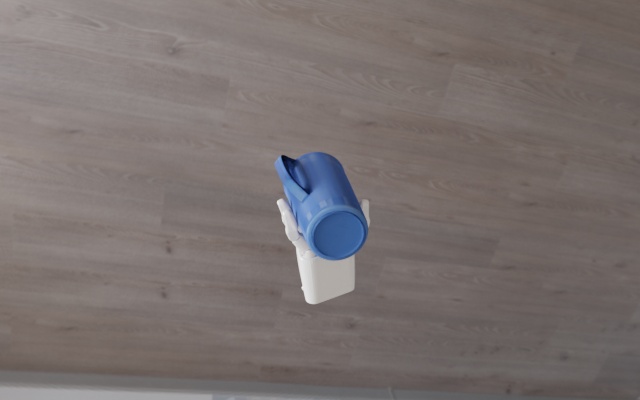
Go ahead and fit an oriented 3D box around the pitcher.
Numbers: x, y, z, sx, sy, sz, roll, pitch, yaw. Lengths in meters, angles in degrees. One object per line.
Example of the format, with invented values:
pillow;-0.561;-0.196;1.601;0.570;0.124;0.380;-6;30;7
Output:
pitcher;0.000;0.003;0.896;0.149;0.145;0.242;-7;25;-8
